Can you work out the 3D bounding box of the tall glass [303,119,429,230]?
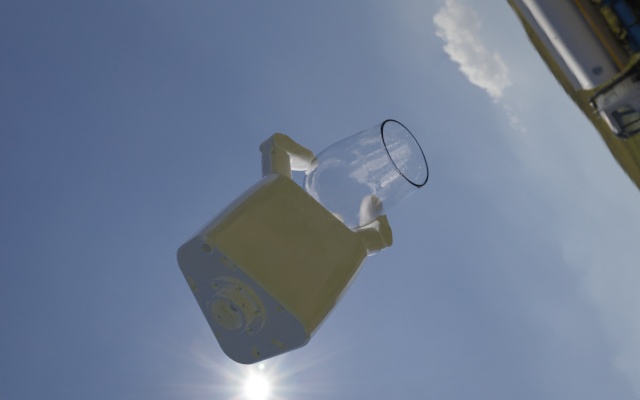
[{"bbox_3d":[0.000,0.002,0.445,0.201,0.079,0.079,-30,-19,36],"label":"tall glass"}]
